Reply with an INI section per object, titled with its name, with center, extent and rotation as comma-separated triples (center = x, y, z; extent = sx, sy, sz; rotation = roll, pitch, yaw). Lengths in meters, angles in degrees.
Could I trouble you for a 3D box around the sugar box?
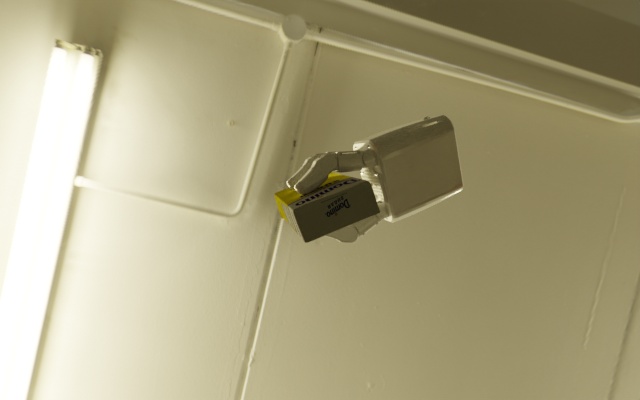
[sugar box]
center = 0.000, 0.001, 0.595
extent = 0.093, 0.048, 0.176
rotation = -22, 8, -10
